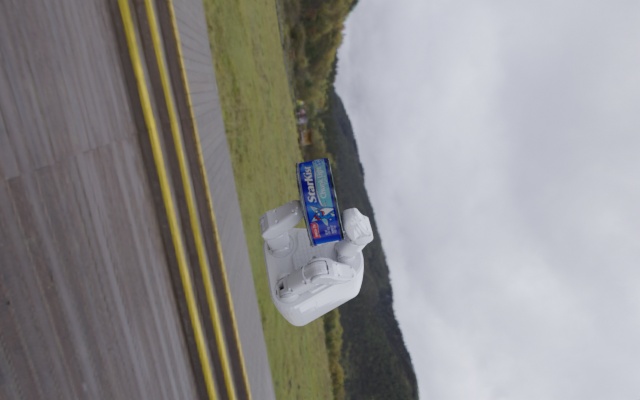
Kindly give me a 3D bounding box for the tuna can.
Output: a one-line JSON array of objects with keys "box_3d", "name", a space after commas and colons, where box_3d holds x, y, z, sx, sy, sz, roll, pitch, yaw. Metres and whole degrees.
[{"box_3d": [0.001, 0.001, 0.476, 0.034, 0.086, 0.086, -11, 0, 2], "name": "tuna can"}]
